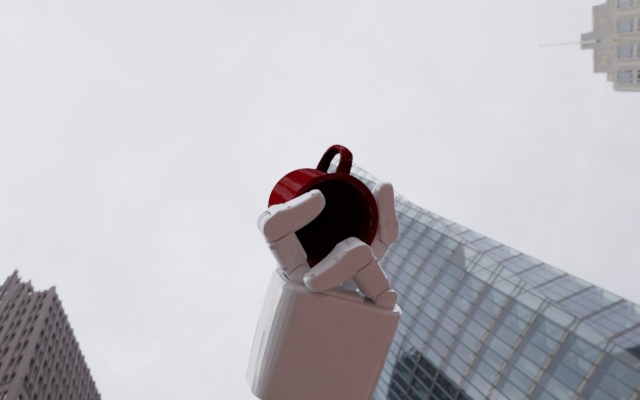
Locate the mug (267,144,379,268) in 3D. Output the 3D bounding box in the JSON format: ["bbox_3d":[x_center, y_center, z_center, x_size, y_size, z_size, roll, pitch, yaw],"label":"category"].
[{"bbox_3d":[0.000,0.000,0.464,0.093,0.117,0.081,14,6,-24],"label":"mug"}]
